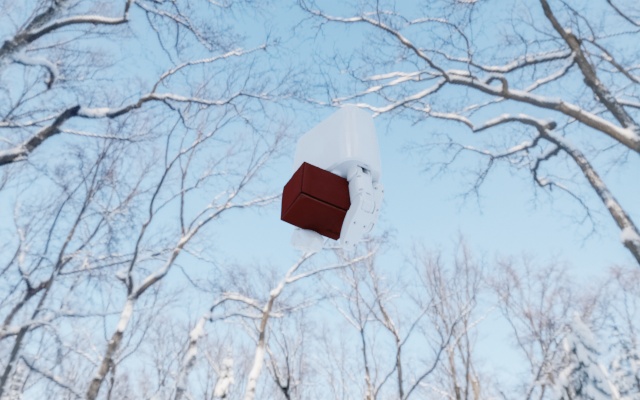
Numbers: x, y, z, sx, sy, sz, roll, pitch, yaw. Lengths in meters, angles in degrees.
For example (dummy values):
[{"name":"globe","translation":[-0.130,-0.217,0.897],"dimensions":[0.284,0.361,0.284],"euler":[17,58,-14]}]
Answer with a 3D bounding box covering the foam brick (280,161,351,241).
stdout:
[{"name":"foam brick","translation":[0.000,0.002,0.541],"dimensions":[0.078,0.051,0.053],"euler":[22,-46,-23]}]
